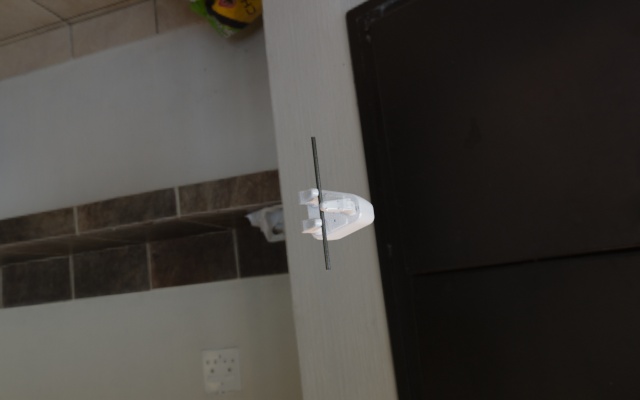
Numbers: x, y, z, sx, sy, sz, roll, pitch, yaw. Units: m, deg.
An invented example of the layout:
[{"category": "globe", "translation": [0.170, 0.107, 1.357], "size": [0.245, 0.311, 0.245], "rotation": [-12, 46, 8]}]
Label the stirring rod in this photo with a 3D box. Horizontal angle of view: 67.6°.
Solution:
[{"category": "stirring rod", "translation": [0.000, 0.003, 0.850], "size": [0.011, 0.239, 0.011], "rotation": [-6, -9, -1]}]
